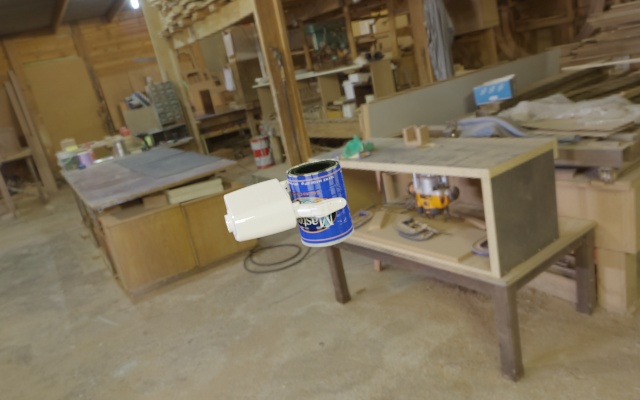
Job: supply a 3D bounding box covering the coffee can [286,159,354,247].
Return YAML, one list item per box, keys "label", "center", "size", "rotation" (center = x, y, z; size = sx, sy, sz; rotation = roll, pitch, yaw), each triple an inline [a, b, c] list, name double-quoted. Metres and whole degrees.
- label: "coffee can"
  center: [0.000, 0.003, 0.897]
  size: [0.103, 0.140, 0.102]
  rotation: [-11, 17, 3]
